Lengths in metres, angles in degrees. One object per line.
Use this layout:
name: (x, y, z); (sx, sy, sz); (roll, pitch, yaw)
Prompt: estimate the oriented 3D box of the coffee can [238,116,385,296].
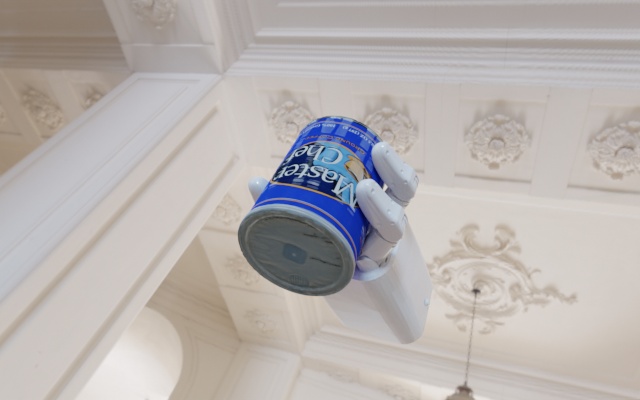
coffee can: (0.000, 0.001, 0.442); (0.103, 0.103, 0.140); (0, 40, 25)
